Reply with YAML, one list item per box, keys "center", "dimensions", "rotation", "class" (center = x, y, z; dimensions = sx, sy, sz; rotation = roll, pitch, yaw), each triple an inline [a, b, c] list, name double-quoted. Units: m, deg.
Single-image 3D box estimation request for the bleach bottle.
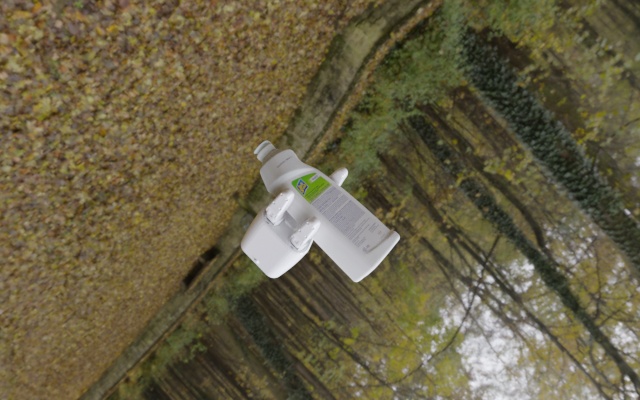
- center: [0.000, 0.002, 0.733]
  dimensions: [0.102, 0.251, 0.068]
  rotation: [-41, -5, -43]
  class: "bleach bottle"
